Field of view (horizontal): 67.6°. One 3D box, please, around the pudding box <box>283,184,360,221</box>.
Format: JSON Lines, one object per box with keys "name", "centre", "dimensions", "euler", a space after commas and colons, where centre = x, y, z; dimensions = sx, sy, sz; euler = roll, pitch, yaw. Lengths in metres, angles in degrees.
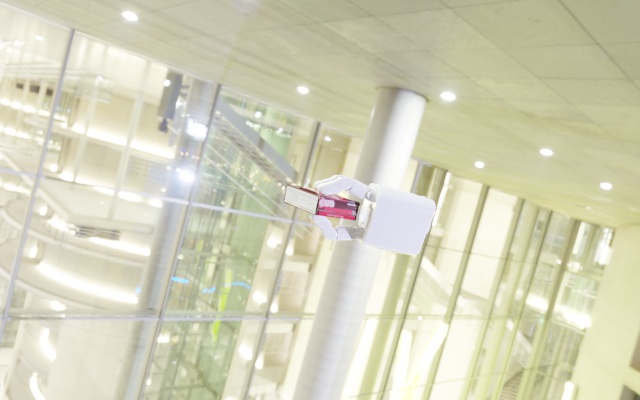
{"name": "pudding box", "centre": [0.000, 0.003, 0.843], "dimensions": [0.090, 0.039, 0.113], "euler": [10, 4, -36]}
